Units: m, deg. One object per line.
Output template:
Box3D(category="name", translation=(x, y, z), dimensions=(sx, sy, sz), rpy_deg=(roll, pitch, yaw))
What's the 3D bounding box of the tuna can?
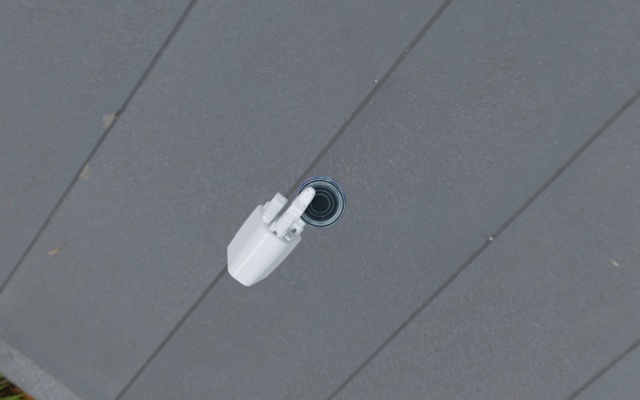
Box3D(category="tuna can", translation=(0.000, 0.003, 0.800), dimensions=(0.086, 0.086, 0.033), rpy_deg=(0, 10, 3))
